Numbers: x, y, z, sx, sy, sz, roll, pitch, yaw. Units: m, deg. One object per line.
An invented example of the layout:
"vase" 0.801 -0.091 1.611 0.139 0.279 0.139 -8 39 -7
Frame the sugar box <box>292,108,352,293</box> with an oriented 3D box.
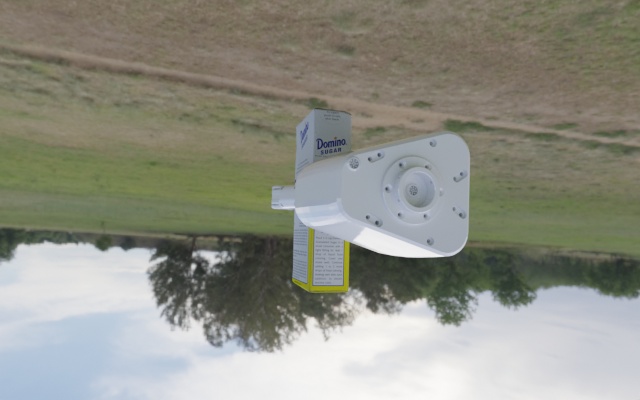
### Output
"sugar box" 0.001 0.002 0.497 0.048 0.176 0.093 5 -4 -14
